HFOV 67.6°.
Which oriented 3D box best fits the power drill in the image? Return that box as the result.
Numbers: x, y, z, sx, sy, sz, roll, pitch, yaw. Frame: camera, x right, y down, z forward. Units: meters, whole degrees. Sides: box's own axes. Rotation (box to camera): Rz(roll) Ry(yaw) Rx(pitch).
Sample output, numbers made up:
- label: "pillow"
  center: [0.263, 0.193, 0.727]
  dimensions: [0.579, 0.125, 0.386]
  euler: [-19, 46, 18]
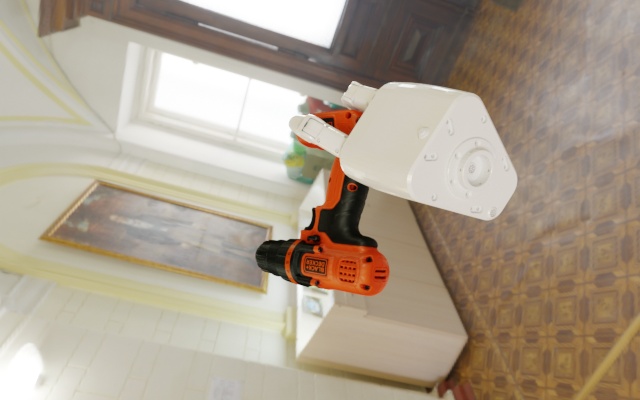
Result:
- label: "power drill"
  center: [0.000, 0.001, 0.521]
  dimensions: [0.184, 0.187, 0.057]
  euler: [3, -3, 43]
